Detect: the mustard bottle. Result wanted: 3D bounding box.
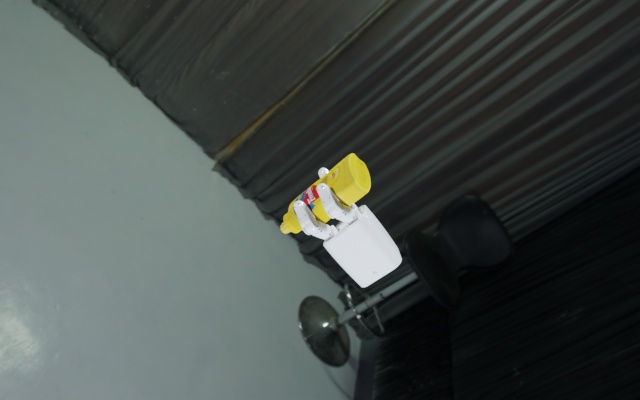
[{"bbox_3d":[0.000,0.002,0.847,0.192,0.096,0.058,-38,-60,26],"label":"mustard bottle"}]
